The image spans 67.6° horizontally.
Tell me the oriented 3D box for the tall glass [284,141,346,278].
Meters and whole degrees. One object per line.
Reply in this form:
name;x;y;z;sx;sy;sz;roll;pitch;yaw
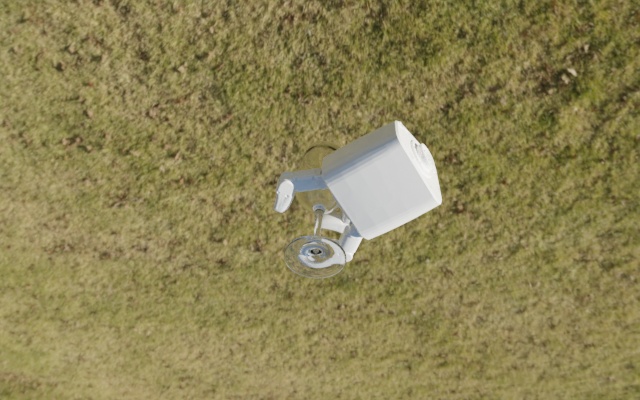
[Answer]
tall glass;0.000;0.003;0.636;0.079;0.079;0.200;0;42;4
